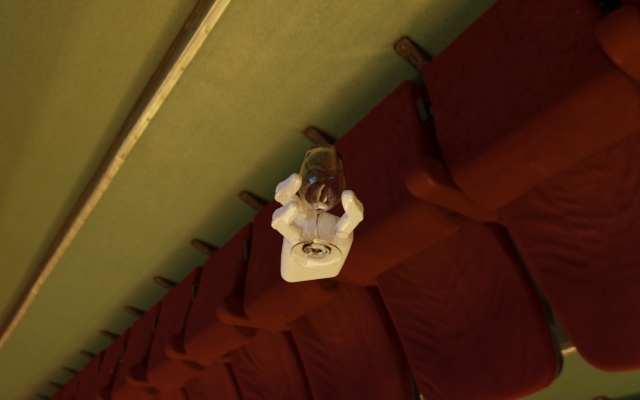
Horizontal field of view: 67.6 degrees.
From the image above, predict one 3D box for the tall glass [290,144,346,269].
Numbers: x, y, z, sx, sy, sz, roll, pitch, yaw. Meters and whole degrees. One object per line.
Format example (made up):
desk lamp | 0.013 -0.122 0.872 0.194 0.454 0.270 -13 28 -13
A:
tall glass | 0.000 0.003 0.741 0.079 0.200 0.079 3 -40 2
